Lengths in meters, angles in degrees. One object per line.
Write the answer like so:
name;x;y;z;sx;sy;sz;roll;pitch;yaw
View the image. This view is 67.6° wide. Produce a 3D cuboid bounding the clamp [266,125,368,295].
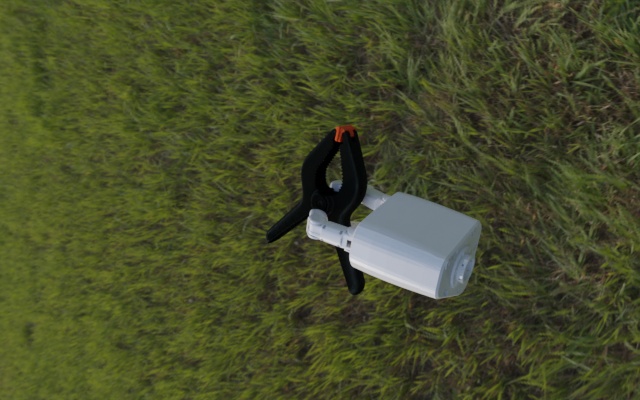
clamp;0.000;0.002;0.621;0.164;0.210;0.036;19;22;31
